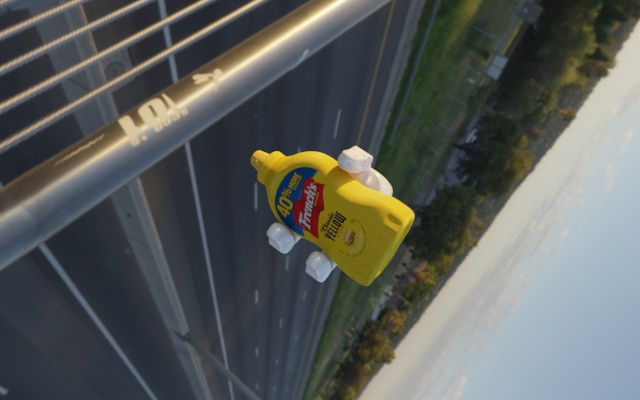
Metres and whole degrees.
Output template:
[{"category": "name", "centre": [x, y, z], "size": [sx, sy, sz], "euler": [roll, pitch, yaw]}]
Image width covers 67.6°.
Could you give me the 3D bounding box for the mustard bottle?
[{"category": "mustard bottle", "centre": [0.000, 0.002, 0.525], "size": [0.191, 0.096, 0.058], "euler": [35, 31, 16]}]
